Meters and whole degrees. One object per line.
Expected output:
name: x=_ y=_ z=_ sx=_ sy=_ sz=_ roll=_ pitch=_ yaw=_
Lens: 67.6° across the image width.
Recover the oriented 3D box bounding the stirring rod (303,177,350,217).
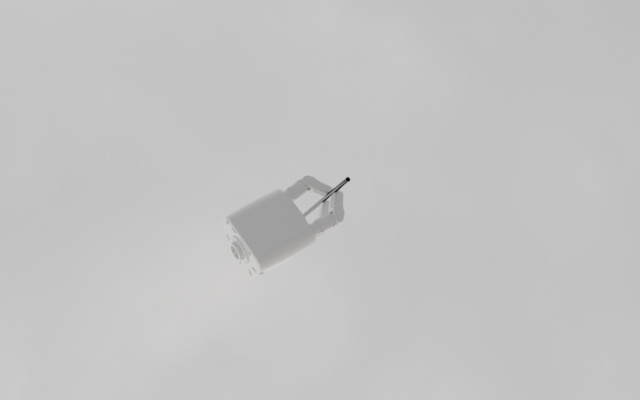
stirring rod: x=0.000 y=0.003 z=0.858 sx=0.011 sy=0.011 sz=0.239 roll=0 pitch=-18 yaw=-22
